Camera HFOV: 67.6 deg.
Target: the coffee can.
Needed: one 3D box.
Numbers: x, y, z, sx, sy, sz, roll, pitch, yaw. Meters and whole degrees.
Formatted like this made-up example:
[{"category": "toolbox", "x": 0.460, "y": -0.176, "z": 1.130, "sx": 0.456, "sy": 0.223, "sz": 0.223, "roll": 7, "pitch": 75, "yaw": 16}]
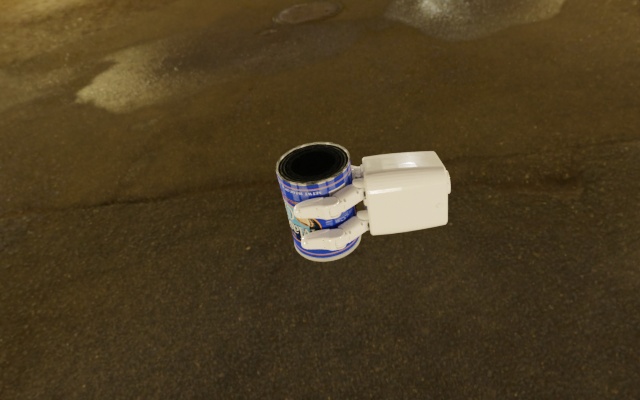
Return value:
[{"category": "coffee can", "x": 0.000, "y": 0.002, "z": 0.685, "sx": 0.103, "sy": 0.140, "sz": 0.102, "roll": -7, "pitch": 37, "yaw": 5}]
